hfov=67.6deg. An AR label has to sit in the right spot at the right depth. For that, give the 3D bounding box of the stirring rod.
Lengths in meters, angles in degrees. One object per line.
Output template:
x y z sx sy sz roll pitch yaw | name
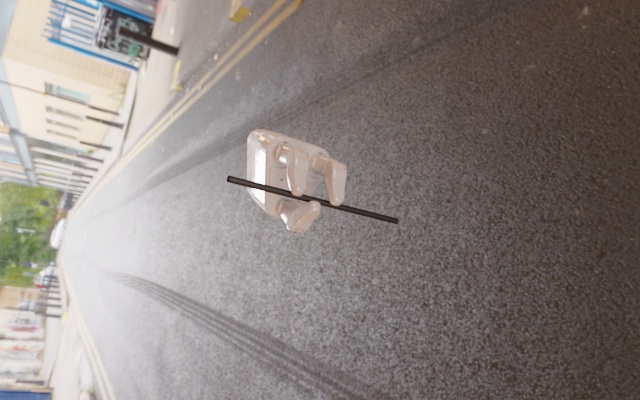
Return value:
0.000 0.002 0.588 0.239 0.011 0.011 14 -7 -28 | stirring rod
